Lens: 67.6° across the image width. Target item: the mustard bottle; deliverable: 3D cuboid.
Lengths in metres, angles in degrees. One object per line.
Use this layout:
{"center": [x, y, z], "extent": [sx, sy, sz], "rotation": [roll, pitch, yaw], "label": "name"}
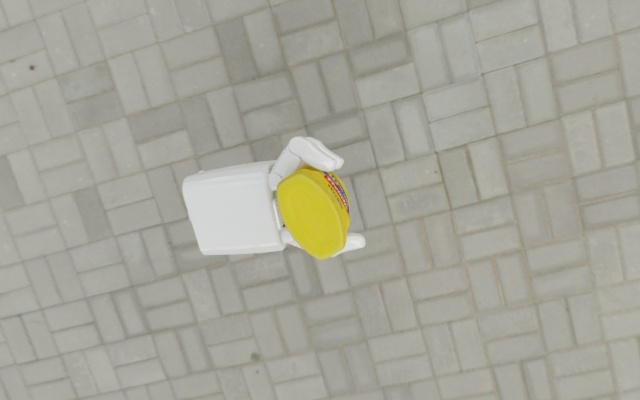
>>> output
{"center": [0.000, 0.002, 0.583], "extent": [0.058, 0.096, 0.191], "rotation": [-31, 5, 11], "label": "mustard bottle"}
